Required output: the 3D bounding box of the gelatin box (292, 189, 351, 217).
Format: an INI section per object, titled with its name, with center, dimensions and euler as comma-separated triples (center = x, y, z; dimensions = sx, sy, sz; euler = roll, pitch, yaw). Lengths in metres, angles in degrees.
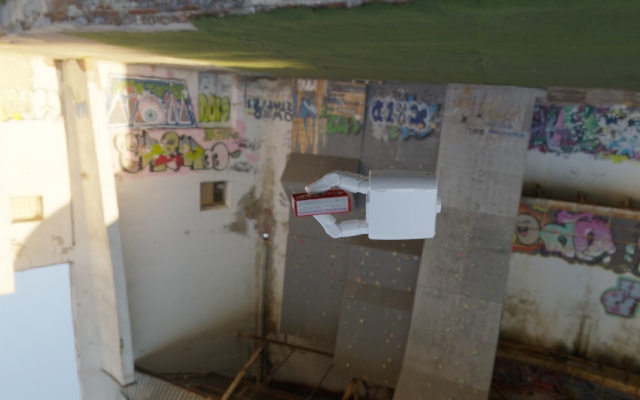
[gelatin box]
center = 0.000, 0.003, 0.775
dimensions = 0.089, 0.030, 0.073
euler = -6, 10, -6
